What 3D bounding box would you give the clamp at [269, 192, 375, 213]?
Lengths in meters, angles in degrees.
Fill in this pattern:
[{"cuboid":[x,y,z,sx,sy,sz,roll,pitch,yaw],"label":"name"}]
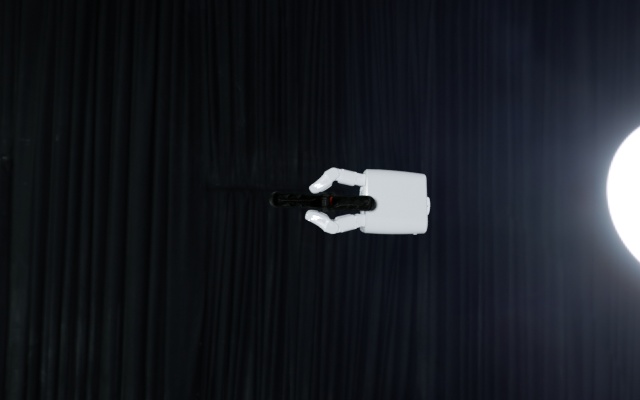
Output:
[{"cuboid":[0.000,0.002,0.829,0.164,0.036,0.210,3,-1,-1],"label":"clamp"}]
